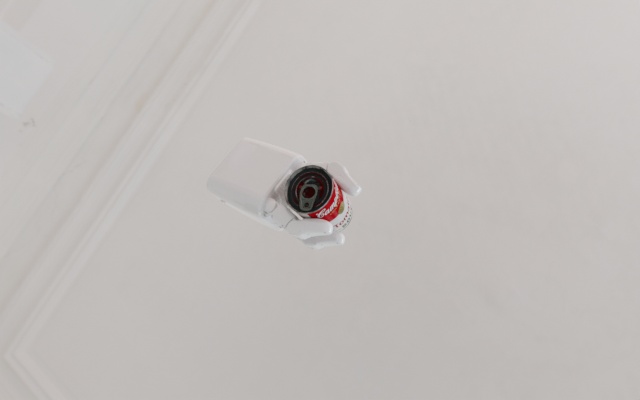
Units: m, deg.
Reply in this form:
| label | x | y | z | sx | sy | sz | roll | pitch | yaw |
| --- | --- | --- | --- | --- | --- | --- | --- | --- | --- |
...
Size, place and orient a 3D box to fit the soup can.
| label | x | y | z | sx | sy | sz | roll | pitch | yaw |
| --- | --- | --- | --- | --- | --- | --- | --- | --- | --- |
| soup can | 0.001 | 0.002 | 0.664 | 0.068 | 0.068 | 0.102 | 0 | -20 | 20 |
